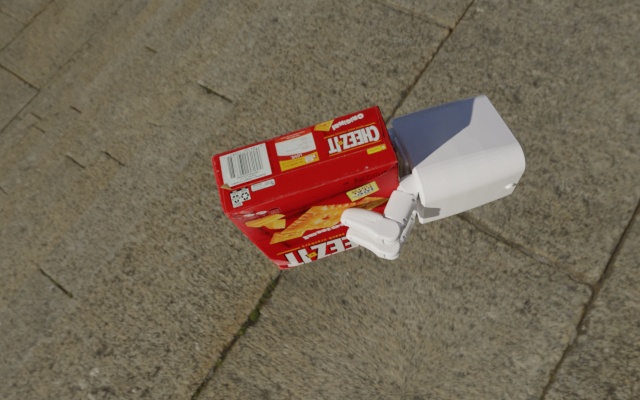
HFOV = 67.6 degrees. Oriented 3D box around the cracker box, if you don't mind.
[{"bbox_3d":[0.000,0.001,0.522,0.164,0.072,0.214,-17,-24,3],"label":"cracker box"}]
